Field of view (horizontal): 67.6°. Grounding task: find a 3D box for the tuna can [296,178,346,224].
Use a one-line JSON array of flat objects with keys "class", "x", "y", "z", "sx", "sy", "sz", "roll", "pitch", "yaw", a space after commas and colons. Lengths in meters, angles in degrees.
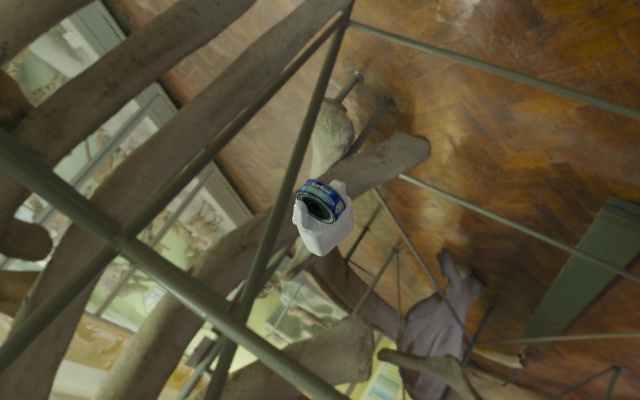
[{"class": "tuna can", "x": 0.000, "y": 0.003, "z": 0.840, "sx": 0.086, "sy": 0.033, "sz": 0.086, "roll": 30, "pitch": -24, "yaw": 15}]
